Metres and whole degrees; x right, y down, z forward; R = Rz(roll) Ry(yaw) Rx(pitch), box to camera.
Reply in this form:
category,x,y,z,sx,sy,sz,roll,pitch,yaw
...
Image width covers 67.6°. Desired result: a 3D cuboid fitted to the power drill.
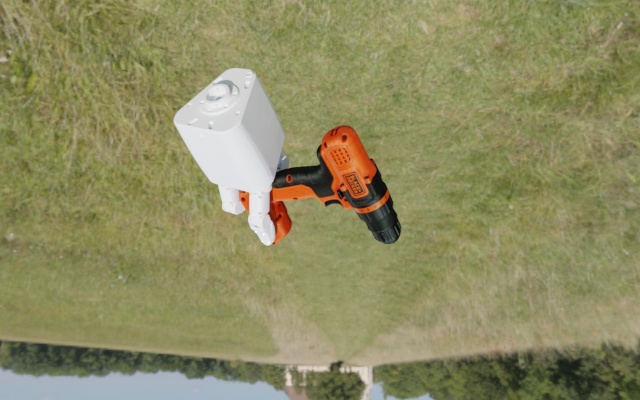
category,x,y,z,sx,sy,sz,roll,pitch,yaw
power drill,0.000,0.002,0.648,0.188,0.184,0.057,-17,29,23
